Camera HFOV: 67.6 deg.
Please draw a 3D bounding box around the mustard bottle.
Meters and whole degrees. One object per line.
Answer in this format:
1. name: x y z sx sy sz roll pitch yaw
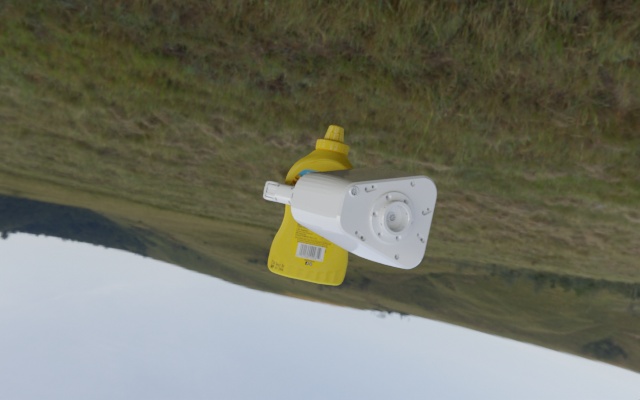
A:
1. mustard bottle: 0.000 0.002 0.591 0.096 0.191 0.058 12 0 -1
